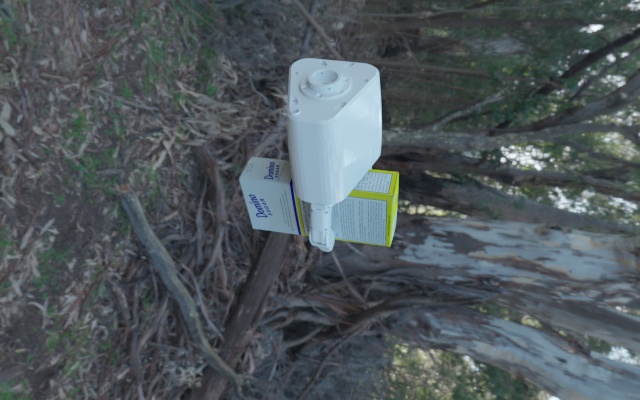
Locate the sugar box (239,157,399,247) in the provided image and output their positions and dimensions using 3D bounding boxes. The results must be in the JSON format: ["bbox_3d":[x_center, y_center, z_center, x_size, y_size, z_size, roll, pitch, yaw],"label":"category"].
[{"bbox_3d":[0.000,0.001,0.561,0.176,0.048,0.093,9,-41,14],"label":"sugar box"}]
